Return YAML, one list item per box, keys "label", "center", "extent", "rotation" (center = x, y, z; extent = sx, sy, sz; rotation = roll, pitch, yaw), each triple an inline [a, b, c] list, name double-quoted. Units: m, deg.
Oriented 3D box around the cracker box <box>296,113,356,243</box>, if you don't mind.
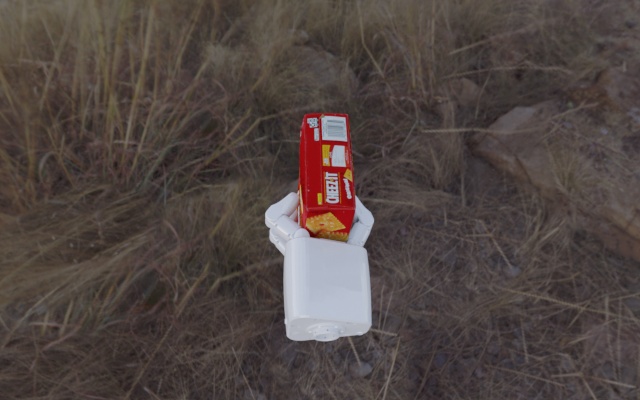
- label: "cracker box"
  center: [0.000, 0.002, 0.710]
  extent: [0.072, 0.164, 0.214]
  rotation: [1, -34, -6]
